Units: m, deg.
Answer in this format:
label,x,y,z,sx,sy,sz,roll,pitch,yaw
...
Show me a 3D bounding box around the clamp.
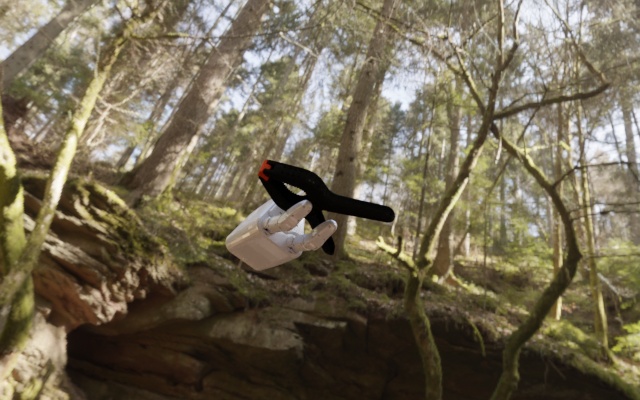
label,x,y,z,sx,sy,sz,roll,pitch,yaw
clamp,0.000,0.002,0.741,0.210,0.036,0.164,40,-46,-24
